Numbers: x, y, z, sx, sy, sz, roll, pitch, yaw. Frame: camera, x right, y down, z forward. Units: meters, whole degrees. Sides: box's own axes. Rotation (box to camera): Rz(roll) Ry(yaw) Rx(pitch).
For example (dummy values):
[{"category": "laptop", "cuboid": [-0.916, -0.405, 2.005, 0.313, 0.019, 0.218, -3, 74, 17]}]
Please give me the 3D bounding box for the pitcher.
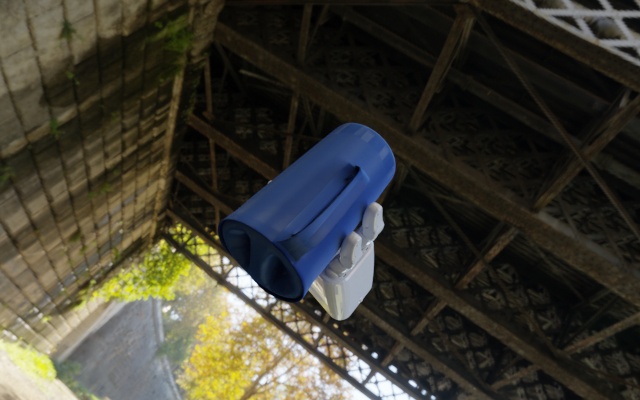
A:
[{"category": "pitcher", "cuboid": [0.000, 0.002, 0.617, 0.149, 0.145, 0.242, 24, 53, 29]}]
